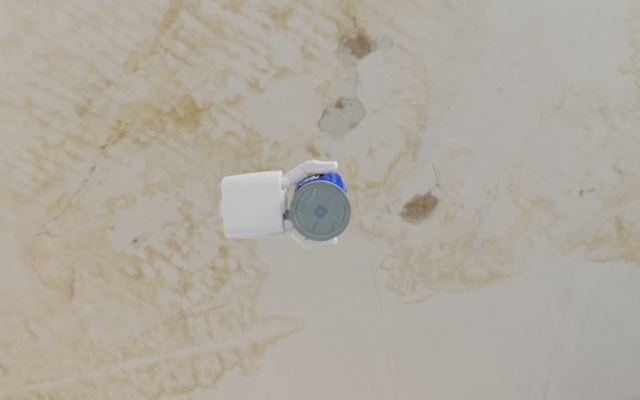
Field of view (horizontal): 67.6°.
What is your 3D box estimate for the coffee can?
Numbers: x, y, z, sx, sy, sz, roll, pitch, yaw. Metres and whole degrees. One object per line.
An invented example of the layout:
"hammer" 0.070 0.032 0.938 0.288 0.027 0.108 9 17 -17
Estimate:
"coffee can" 0.000 0.003 0.854 0.103 0.103 0.140 0 13 0
